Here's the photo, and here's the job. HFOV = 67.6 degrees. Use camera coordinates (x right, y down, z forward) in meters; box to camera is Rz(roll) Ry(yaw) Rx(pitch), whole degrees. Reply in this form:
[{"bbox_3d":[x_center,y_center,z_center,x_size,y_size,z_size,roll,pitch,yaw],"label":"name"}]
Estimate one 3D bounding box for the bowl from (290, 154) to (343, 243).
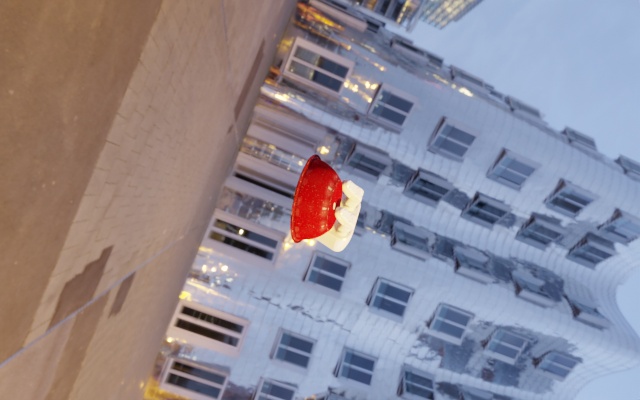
[{"bbox_3d":[0.000,0.003,0.839,0.055,0.162,0.162,13,3,14],"label":"bowl"}]
